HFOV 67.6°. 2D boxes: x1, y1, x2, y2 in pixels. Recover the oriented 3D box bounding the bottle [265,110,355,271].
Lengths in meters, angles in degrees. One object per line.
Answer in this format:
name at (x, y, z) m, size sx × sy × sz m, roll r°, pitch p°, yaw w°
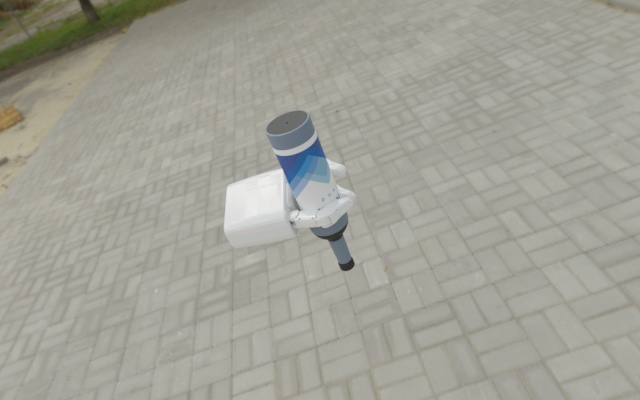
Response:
bottle at (0.000, 0.002, 0.750) m, size 0.069 × 0.296 × 0.069 m, roll -15°, pitch 36°, yaw 11°
